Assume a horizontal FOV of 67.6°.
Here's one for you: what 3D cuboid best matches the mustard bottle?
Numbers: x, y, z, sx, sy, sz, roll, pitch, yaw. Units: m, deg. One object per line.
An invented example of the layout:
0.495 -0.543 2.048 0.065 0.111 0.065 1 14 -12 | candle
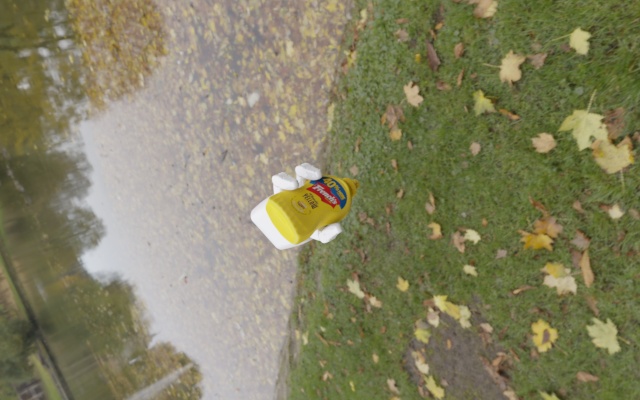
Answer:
0.000 0.003 0.880 0.191 0.096 0.058 -26 -24 -34 | mustard bottle
